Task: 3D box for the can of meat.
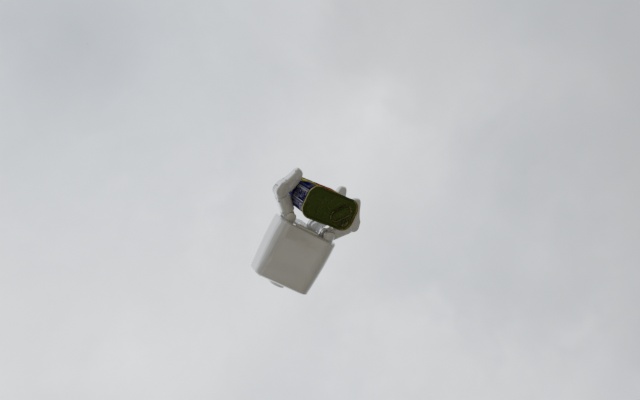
[{"bbox_3d":[0.000,0.002,0.820,0.102,0.057,0.084,21,6,-30],"label":"can of meat"}]
